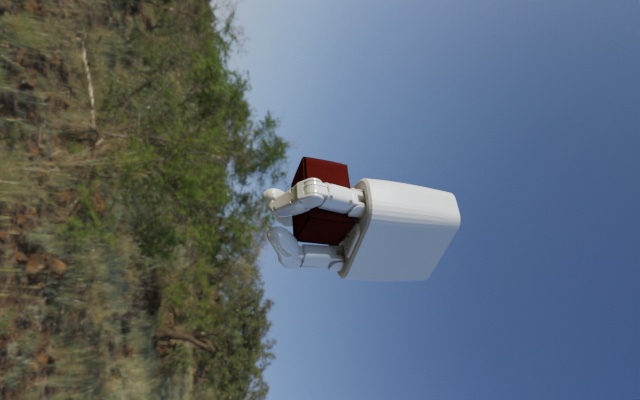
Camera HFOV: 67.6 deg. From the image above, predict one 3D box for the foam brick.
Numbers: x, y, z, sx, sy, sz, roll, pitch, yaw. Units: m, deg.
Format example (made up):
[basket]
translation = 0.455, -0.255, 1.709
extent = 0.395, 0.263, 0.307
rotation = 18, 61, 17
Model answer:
[foam brick]
translation = 0.000, 0.001, 0.512
extent = 0.051, 0.078, 0.053
rotation = 7, -34, -17
